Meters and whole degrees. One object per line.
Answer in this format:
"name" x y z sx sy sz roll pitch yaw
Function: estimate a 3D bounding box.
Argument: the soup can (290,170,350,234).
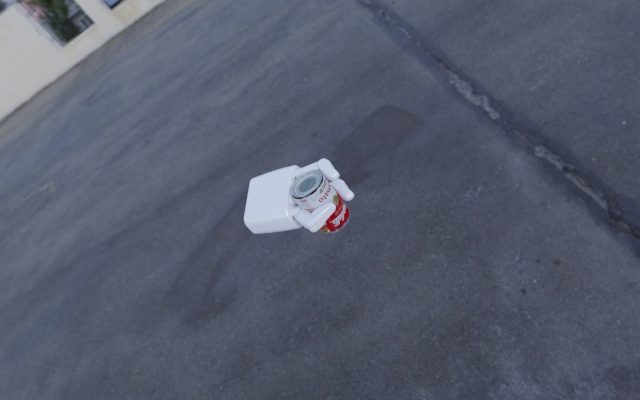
"soup can" 0.000 0.003 0.855 0.068 0.068 0.102 0 -40 41
